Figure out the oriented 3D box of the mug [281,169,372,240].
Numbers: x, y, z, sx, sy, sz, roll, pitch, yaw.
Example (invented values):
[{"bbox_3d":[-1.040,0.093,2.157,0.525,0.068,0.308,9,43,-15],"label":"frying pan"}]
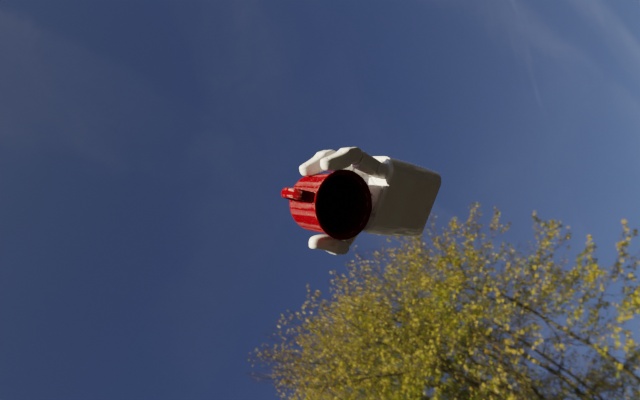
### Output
[{"bbox_3d":[-0.001,0.002,0.651,0.117,0.093,0.081,11,-4,-33],"label":"mug"}]
